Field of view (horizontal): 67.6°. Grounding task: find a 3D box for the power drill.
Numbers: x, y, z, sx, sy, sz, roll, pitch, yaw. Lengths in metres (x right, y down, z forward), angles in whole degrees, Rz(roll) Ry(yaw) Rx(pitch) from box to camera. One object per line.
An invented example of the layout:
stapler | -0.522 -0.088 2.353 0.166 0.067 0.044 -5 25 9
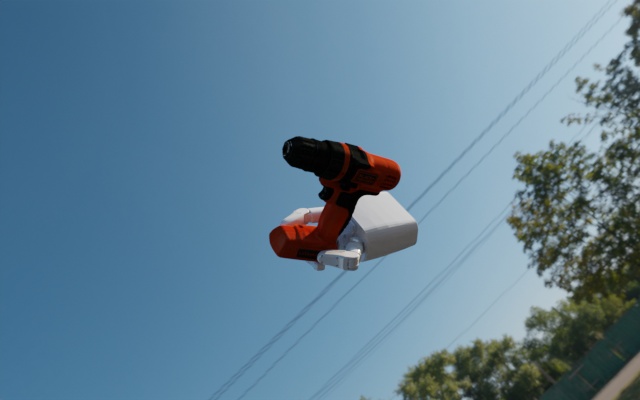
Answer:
power drill | 0.000 0.003 0.666 0.184 0.188 0.057 12 36 -32
